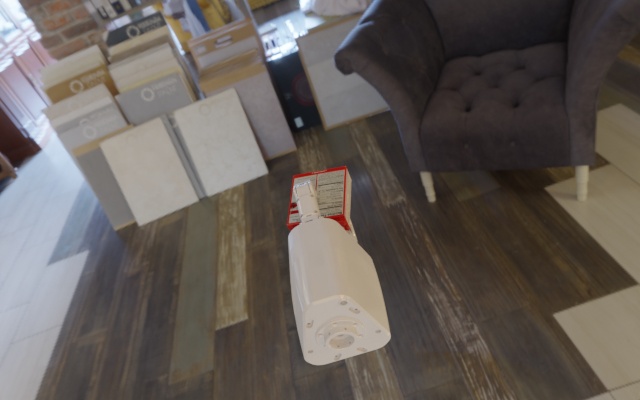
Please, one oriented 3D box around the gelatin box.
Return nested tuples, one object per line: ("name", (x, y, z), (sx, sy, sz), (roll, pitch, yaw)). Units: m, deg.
("gelatin box", (0.000, 0.001, 0.598), (0.073, 0.089, 0.030), (-10, -44, 15))
